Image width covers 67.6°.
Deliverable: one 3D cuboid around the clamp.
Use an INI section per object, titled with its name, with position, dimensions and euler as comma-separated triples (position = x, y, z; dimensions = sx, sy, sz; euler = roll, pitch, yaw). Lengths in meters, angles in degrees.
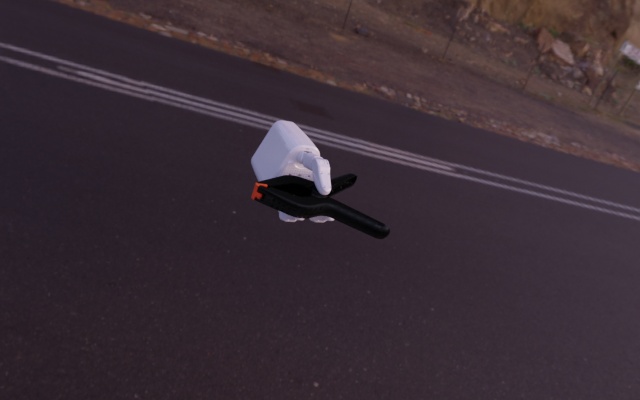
[clamp]
position = 0.000, 0.002, 0.741
dimensions = 0.210, 0.036, 0.164
euler = 3, 34, -29
